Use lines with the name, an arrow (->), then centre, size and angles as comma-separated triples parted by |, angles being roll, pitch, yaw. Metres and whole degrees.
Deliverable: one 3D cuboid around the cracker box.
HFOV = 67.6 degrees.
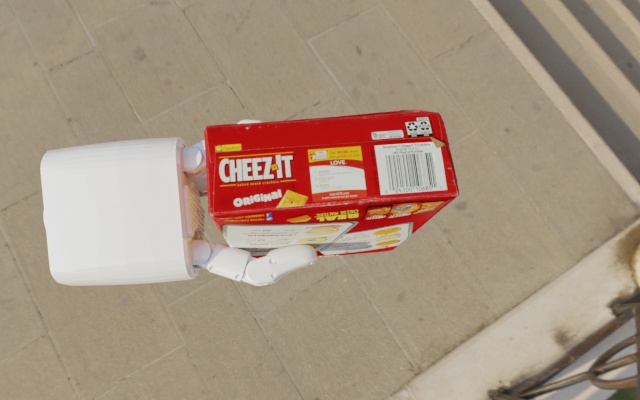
cracker box -> 0.000, 0.001, 0.410 | 0.164, 0.072, 0.214 | -5, -15, -5
